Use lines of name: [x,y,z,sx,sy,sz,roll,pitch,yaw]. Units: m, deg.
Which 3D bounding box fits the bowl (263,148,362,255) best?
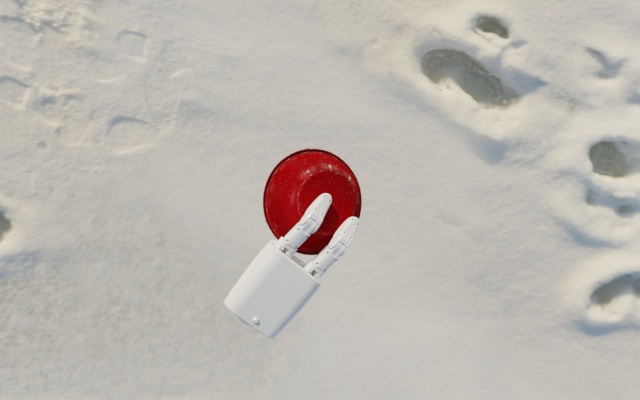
bowl: [0.001,0.001,0.700,0.162,0.162,0.055,0,0,-23]
